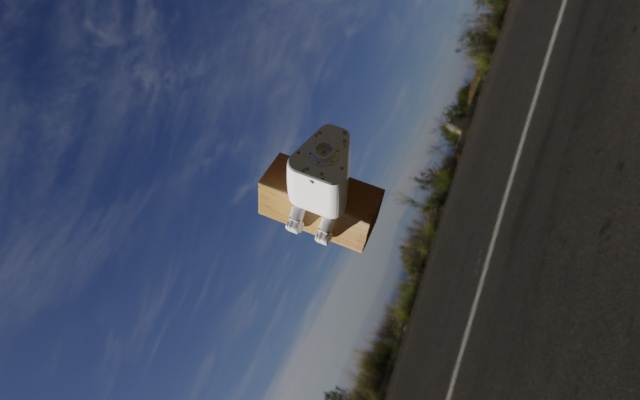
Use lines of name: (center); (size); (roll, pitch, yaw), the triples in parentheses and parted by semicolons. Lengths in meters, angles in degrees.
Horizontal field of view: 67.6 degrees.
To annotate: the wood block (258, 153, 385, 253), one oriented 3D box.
wood block: (0.000, 0.002, 0.864); (0.206, 0.090, 0.090); (21, -40, 11)
